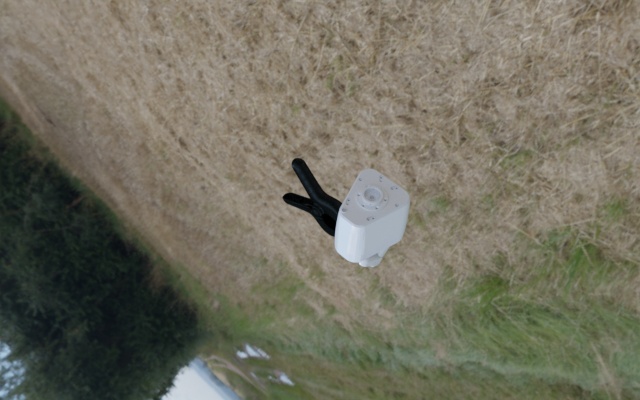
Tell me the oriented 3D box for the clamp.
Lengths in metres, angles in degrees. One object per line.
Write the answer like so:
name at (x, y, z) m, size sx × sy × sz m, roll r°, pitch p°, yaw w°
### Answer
clamp at (0.000, 0.003, 0.839) m, size 0.171 × 0.039 × 0.120 m, roll 35°, pitch -31°, yaw 21°
